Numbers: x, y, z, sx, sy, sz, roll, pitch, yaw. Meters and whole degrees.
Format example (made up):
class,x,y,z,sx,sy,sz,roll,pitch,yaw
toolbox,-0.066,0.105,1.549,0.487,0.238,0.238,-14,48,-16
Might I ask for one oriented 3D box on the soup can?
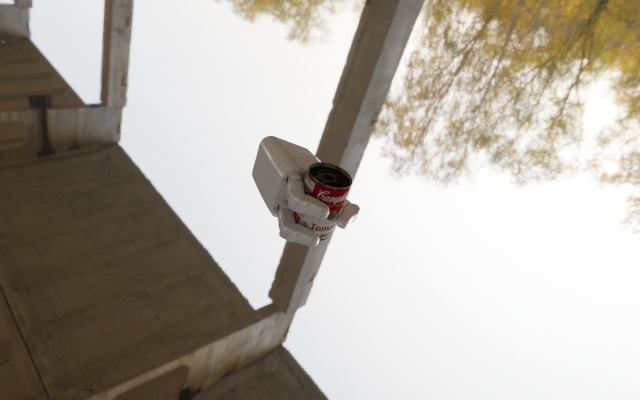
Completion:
class,x,y,z,sx,sy,sz,roll,pitch,yaw
soup can,0.000,0.003,0.728,0.068,0.102,0.068,15,32,-9
